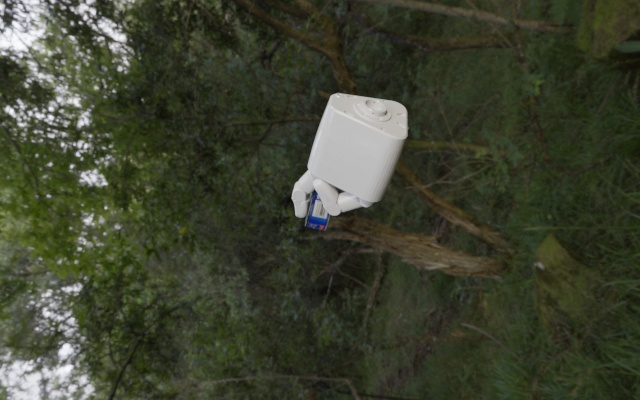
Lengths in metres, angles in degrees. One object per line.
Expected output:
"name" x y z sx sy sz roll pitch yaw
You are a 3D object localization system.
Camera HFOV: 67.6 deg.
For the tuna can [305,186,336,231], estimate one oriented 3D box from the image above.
"tuna can" 0.000 0.002 0.740 0.034 0.086 0.086 12 -1 -4
